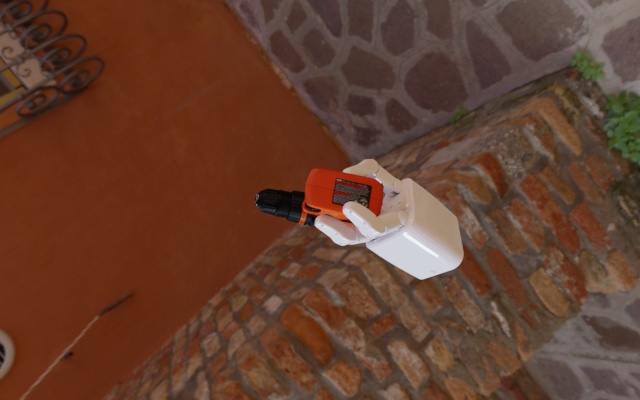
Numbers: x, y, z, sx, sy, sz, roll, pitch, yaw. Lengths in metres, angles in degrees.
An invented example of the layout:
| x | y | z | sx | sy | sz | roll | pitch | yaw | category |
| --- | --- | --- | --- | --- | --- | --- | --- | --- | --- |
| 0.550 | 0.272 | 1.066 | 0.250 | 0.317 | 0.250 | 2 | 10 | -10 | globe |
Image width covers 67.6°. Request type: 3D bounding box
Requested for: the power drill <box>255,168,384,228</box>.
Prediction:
| x | y | z | sx | sy | sz | roll | pitch | yaw | category |
| --- | --- | --- | --- | --- | --- | --- | --- | --- | --- |
| 0.000 | 0.002 | 0.699 | 0.184 | 0.057 | 0.188 | 10 | -10 | -10 | power drill |
